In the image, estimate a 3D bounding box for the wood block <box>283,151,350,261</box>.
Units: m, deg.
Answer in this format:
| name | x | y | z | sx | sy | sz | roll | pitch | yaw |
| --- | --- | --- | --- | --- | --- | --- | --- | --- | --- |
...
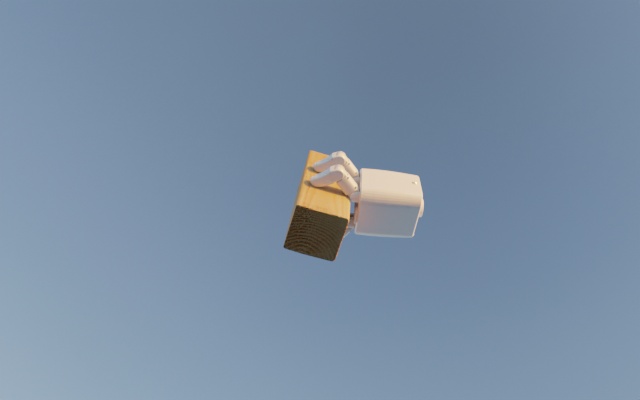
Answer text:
| name | x | y | z | sx | sy | sz | roll | pitch | yaw |
| --- | --- | --- | --- | --- | --- | --- | --- | --- | --- |
| wood block | 0.000 | 0.003 | 0.850 | 0.090 | 0.091 | 0.206 | 16 | 30 | -4 |
